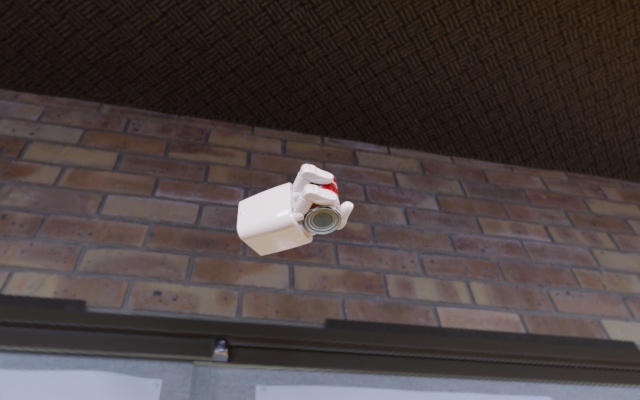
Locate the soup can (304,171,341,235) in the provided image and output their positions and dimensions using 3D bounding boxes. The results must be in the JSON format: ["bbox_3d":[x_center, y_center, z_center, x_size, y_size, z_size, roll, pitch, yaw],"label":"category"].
[{"bbox_3d":[0.001,0.003,0.864,0.068,0.069,0.102,0,42,-5],"label":"soup can"}]
